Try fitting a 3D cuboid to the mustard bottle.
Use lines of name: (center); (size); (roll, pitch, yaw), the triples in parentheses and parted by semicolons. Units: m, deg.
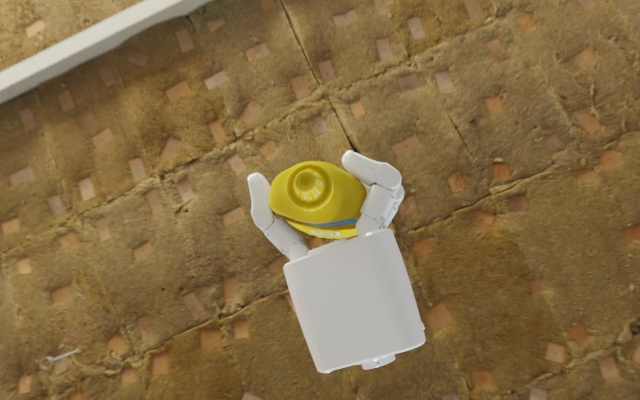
mustard bottle: (0.000, 0.001, 0.482); (0.096, 0.058, 0.192); (5, -9, 9)
